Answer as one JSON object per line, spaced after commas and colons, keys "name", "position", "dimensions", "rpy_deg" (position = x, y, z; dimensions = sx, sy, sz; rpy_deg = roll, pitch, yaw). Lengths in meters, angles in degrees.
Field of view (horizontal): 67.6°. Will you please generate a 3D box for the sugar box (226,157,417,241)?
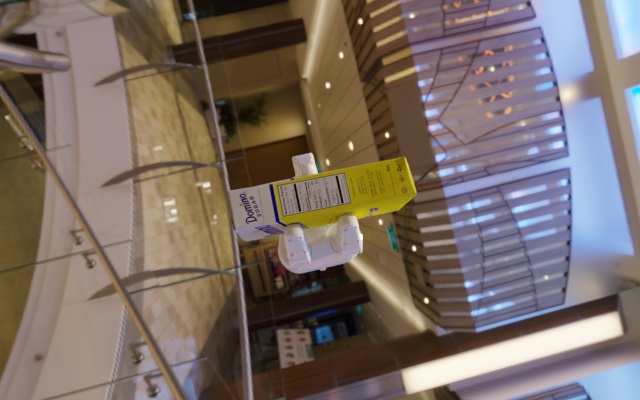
{"name": "sugar box", "position": [0.000, 0.002, 0.490], "dimensions": [0.176, 0.048, 0.093], "rpy_deg": [-14, -11, -4]}
